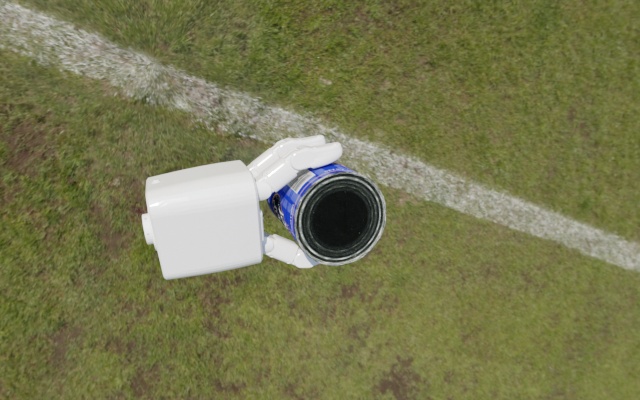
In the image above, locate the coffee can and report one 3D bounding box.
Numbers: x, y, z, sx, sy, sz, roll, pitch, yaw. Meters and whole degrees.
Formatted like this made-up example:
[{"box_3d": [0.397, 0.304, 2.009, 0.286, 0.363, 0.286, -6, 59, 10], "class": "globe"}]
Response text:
[{"box_3d": [0.000, 0.002, 0.555, 0.103, 0.103, 0.140, 0, 15, -19], "class": "coffee can"}]
